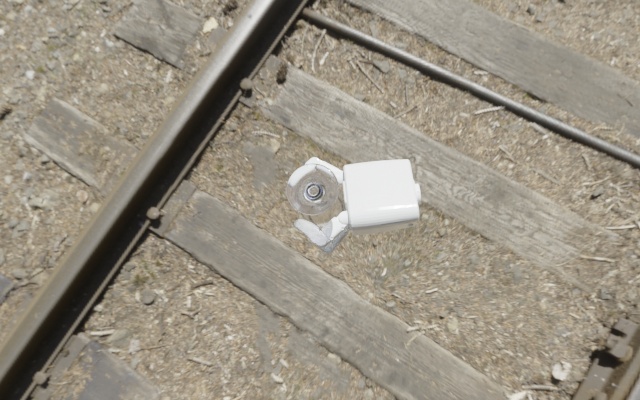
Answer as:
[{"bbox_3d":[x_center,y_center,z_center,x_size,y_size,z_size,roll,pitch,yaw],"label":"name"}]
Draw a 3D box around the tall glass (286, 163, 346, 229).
[{"bbox_3d":[0.000,0.002,0.763,0.079,0.079,0.201,0,-11,6],"label":"tall glass"}]
